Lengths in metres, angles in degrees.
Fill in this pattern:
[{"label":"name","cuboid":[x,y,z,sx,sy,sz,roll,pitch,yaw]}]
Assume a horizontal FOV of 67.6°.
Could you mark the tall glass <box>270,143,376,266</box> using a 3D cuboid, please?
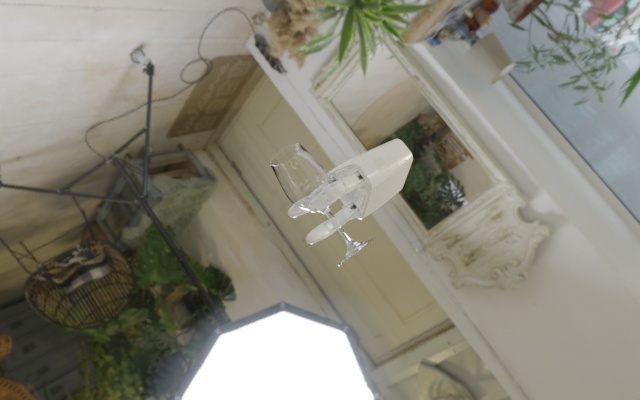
[{"label":"tall glass","cuboid":[0.000,0.003,0.770,0.079,0.201,0.079,-36,-10,-7]}]
